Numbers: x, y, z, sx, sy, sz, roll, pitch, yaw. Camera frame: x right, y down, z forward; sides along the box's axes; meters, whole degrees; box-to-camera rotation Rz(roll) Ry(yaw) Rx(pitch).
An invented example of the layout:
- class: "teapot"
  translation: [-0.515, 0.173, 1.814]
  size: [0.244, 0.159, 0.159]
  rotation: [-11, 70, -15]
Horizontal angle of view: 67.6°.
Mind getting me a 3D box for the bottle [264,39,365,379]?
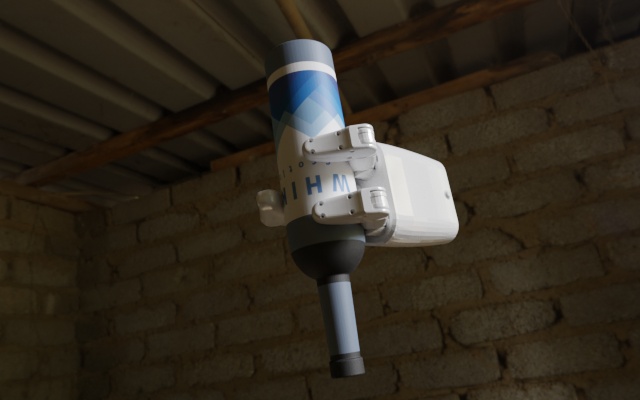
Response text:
- class: "bottle"
  translation: [0.000, 0.001, 0.424]
  size: [0.069, 0.295, 0.069]
  rotation: [-8, -17, -3]
